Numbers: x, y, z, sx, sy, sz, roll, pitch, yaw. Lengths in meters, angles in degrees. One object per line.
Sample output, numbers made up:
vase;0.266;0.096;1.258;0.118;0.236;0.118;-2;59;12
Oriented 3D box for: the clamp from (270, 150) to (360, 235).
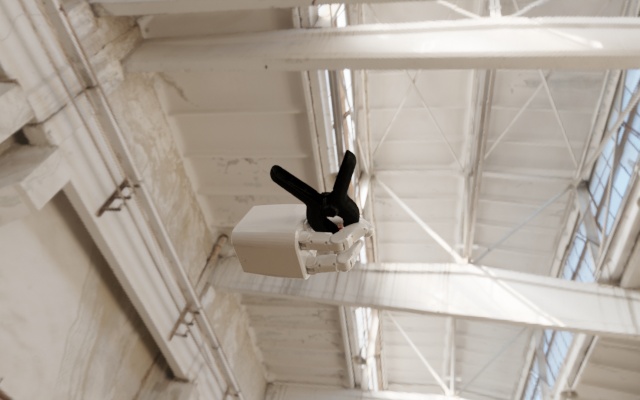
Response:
clamp;0.000;0.002;0.685;0.120;0.172;0.039;0;41;15
